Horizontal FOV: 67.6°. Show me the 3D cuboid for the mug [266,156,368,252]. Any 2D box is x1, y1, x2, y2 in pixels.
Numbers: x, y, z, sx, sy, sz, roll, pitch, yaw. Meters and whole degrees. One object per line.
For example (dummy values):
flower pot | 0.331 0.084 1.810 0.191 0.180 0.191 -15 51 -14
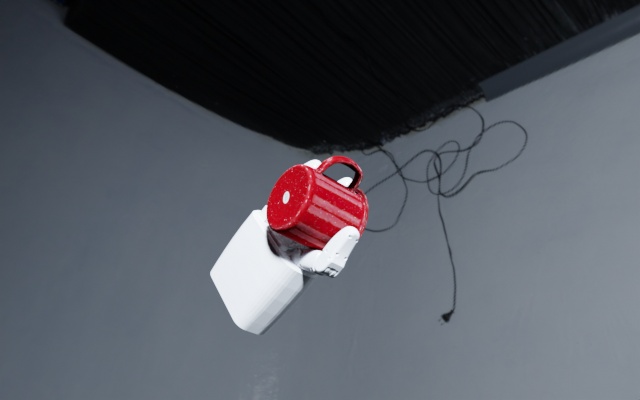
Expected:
mug | 0.001 0.001 0.537 0.081 0.117 0.093 28 17 -34
